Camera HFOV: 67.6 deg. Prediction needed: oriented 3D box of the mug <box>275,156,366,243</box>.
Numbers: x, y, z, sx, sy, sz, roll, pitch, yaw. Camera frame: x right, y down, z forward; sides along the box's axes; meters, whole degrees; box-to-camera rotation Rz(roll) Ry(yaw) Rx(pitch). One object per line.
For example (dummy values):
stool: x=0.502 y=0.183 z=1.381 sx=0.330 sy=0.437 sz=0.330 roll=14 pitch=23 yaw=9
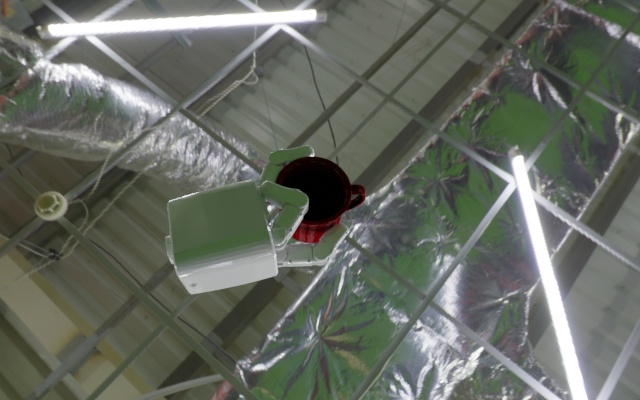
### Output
mug: x=0.001 y=0.002 z=0.609 sx=0.117 sy=0.093 sz=0.081 roll=-11 pitch=-24 yaw=-10
